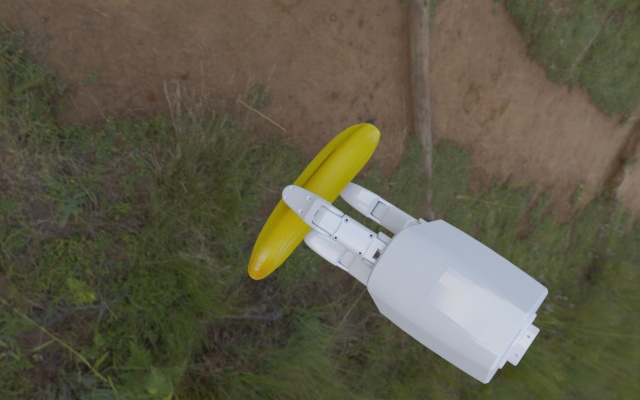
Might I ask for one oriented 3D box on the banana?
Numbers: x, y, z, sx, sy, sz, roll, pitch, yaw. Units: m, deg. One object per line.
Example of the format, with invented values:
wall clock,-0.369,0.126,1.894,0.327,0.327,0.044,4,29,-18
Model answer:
banana,0.001,-0.010,0.440,0.037,0.197,0.070,35,-21,19
